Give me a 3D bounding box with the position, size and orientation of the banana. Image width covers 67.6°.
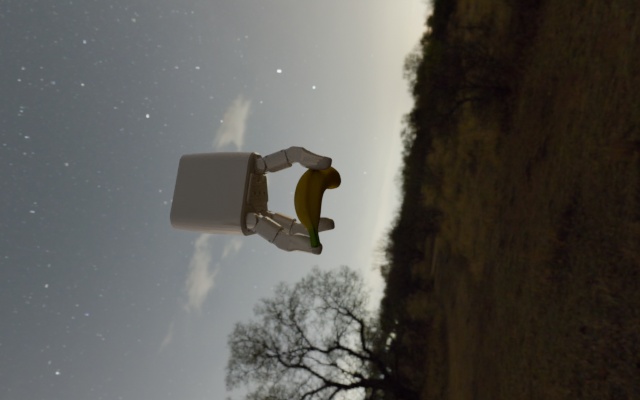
[{"bbox_3d":[-0.004,-0.013,0.646,0.037,0.070,0.197,-4,25,15],"label":"banana"}]
